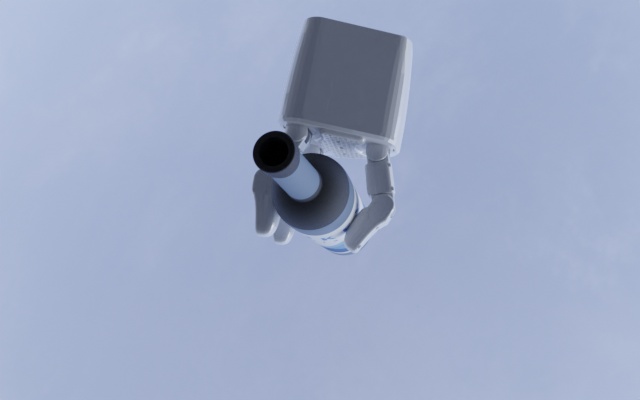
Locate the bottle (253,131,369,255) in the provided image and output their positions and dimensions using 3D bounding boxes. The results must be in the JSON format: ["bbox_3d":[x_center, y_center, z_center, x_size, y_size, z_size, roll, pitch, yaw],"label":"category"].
[{"bbox_3d":[0.000,0.002,0.431,0.069,0.069,0.296,0,-12,11],"label":"bottle"}]
